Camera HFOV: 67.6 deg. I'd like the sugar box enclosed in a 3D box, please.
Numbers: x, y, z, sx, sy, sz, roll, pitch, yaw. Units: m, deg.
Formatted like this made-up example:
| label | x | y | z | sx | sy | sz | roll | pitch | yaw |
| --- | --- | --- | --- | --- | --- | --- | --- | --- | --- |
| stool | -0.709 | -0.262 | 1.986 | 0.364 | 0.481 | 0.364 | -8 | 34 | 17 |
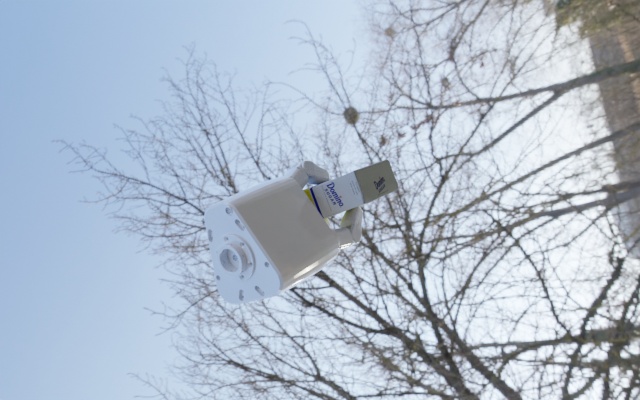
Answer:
| label | x | y | z | sx | sy | sz | roll | pitch | yaw |
| --- | --- | --- | --- | --- | --- | --- | --- | --- | --- |
| sugar box | 0.000 | 0.003 | 0.600 | 0.176 | 0.048 | 0.093 | -18 | 2 | 35 |
